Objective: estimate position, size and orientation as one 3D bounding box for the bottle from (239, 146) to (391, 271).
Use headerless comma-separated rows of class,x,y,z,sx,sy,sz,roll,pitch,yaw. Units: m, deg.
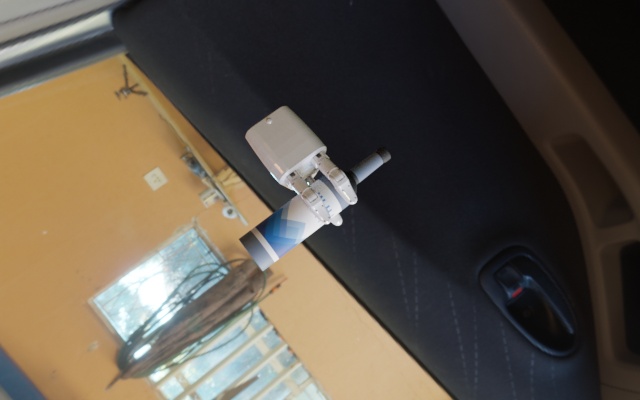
bottle,0.000,0.003,0.811,0.295,0.069,0.069,-37,8,-11
